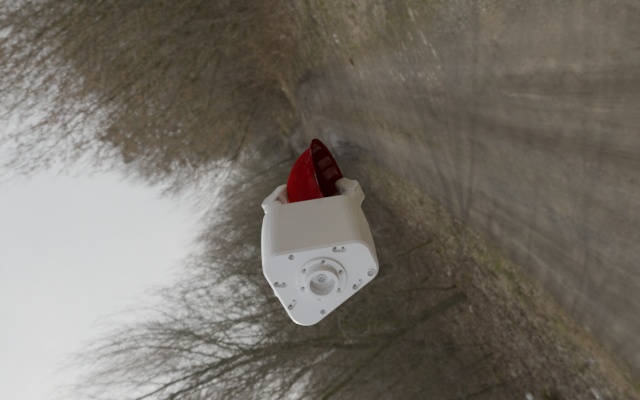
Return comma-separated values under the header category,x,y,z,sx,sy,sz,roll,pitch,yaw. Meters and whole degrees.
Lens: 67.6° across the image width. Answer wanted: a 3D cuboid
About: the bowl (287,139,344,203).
category,x,y,z,sx,sy,sz,roll,pitch,yaw
bowl,0.000,0.002,0.637,0.055,0.162,0.162,-21,-6,15
